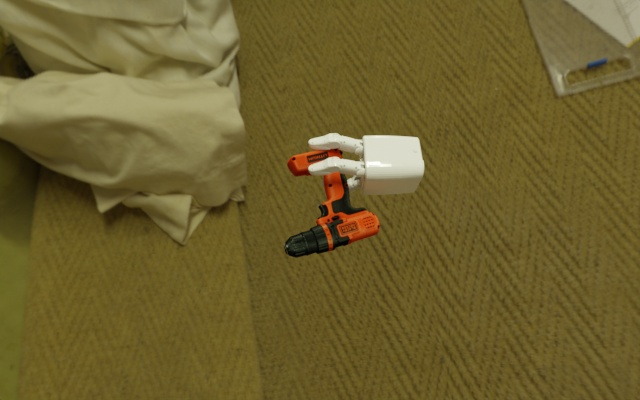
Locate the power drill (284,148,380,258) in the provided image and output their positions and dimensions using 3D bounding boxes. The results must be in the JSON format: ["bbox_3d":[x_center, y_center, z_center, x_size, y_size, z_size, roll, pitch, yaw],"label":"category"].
[{"bbox_3d":[0.000,0.002,0.892,0.184,0.187,0.057,-15,-13,-18],"label":"power drill"}]
